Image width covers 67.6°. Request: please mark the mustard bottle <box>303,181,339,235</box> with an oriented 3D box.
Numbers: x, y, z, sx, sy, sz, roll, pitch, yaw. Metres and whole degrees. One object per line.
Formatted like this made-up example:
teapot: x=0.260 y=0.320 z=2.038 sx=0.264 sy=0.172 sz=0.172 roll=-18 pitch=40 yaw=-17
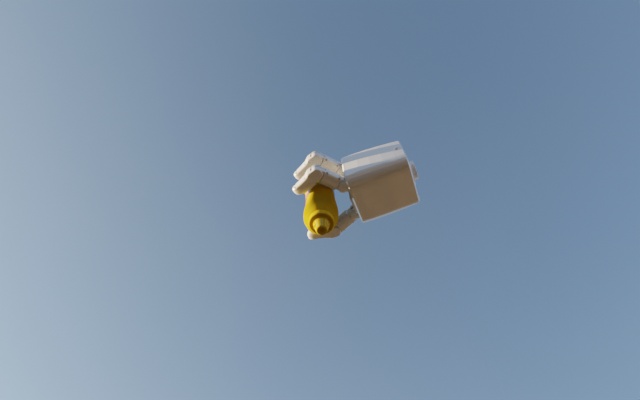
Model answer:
mustard bottle: x=0.000 y=0.003 z=0.825 sx=0.058 sy=0.096 sz=0.191 roll=3 pitch=28 yaw=-4
